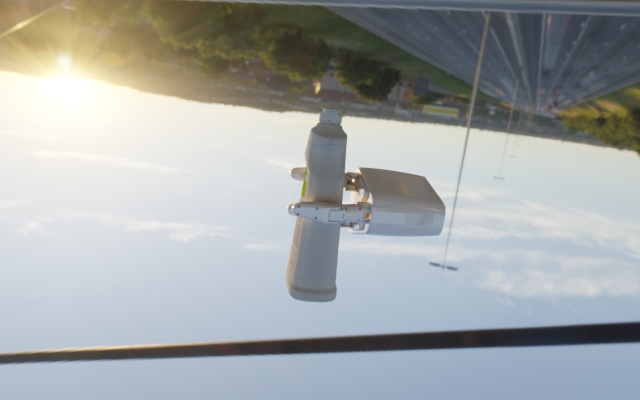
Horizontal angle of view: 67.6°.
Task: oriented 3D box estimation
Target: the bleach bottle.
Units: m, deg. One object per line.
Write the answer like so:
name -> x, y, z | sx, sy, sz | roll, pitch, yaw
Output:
bleach bottle -> 0.000, 0.002, 0.647 | 0.068, 0.251, 0.102 | 5, 13, -11
